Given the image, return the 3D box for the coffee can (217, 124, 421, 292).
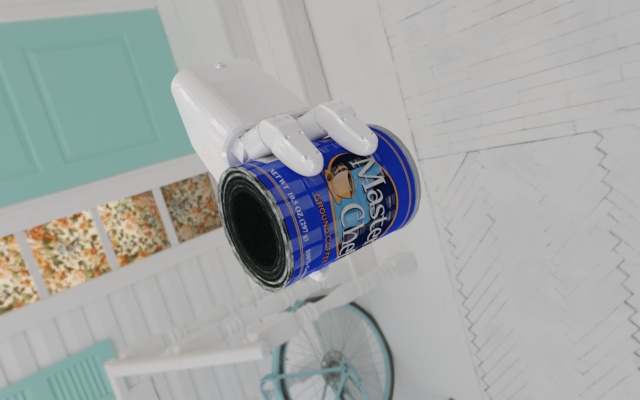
[{"bbox_3d":[0.000,0.001,0.404,0.140,0.103,0.103,-22,13,-34],"label":"coffee can"}]
